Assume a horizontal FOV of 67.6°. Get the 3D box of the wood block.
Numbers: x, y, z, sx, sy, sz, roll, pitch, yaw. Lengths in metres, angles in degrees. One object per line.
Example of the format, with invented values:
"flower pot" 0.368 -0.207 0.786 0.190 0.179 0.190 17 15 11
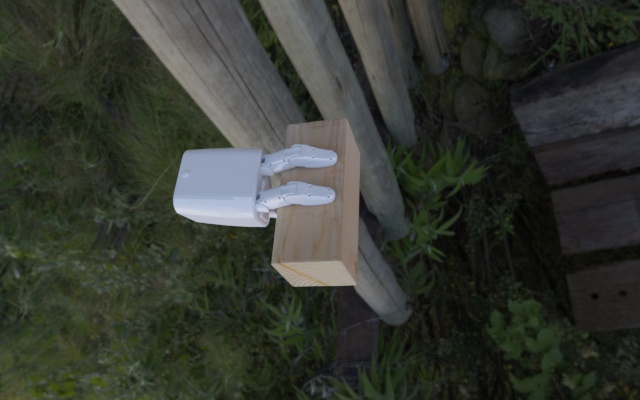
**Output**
"wood block" 0.000 0.002 0.642 0.090 0.206 0.091 -4 -29 15
